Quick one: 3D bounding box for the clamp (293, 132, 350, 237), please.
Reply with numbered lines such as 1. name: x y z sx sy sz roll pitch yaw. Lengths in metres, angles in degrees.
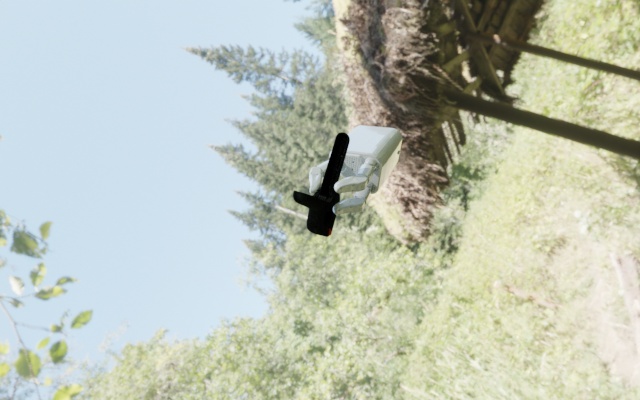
1. clamp: 0.000 0.003 0.846 0.036 0.210 0.164 24 48 19
